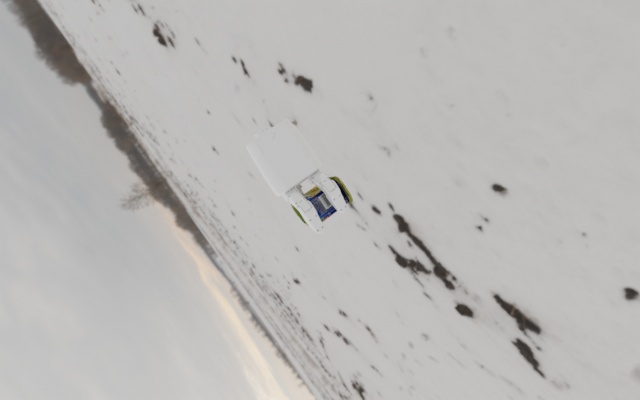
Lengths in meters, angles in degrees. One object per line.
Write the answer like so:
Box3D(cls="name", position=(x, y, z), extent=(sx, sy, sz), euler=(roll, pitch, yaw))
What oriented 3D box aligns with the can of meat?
Box3D(cls="can of meat", position=(0.000, 0.003, 0.880), extent=(0.084, 0.057, 0.102), euler=(-36, 10, -14))
